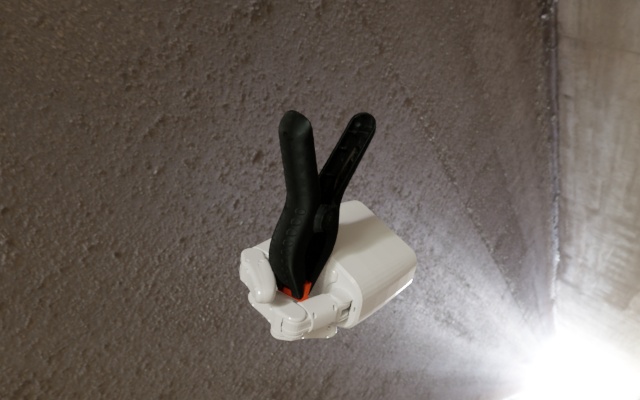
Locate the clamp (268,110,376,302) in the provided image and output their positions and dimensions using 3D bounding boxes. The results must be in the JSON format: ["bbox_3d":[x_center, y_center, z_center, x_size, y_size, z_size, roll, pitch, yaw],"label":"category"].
[{"bbox_3d":[0.000,0.002,0.402,0.039,0.171,0.120,29,32,32],"label":"clamp"}]
